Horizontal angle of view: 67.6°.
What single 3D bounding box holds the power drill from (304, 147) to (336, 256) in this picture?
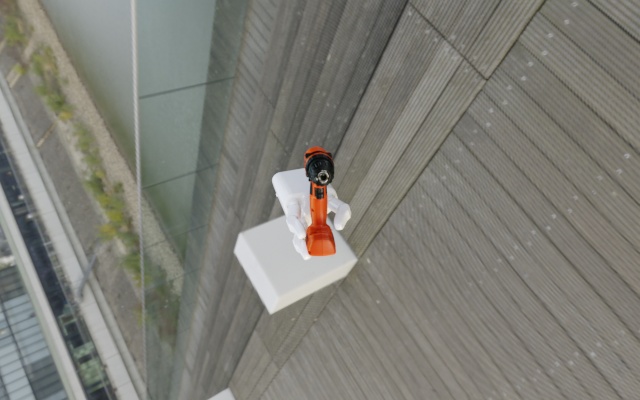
[{"bbox_3d":[0.000,0.003,0.875,0.057,0.188,0.184,-1,16,-2],"label":"power drill"}]
